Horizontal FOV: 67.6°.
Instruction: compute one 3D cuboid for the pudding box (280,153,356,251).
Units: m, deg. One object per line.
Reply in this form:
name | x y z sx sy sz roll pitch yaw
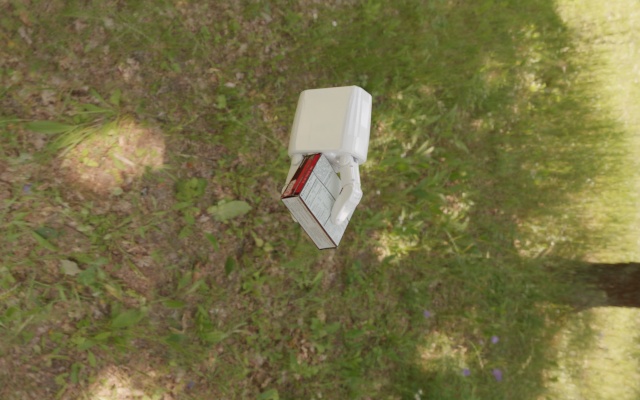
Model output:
pudding box | 0.000 0.002 0.686 0.039 0.090 0.113 -9 -50 39
